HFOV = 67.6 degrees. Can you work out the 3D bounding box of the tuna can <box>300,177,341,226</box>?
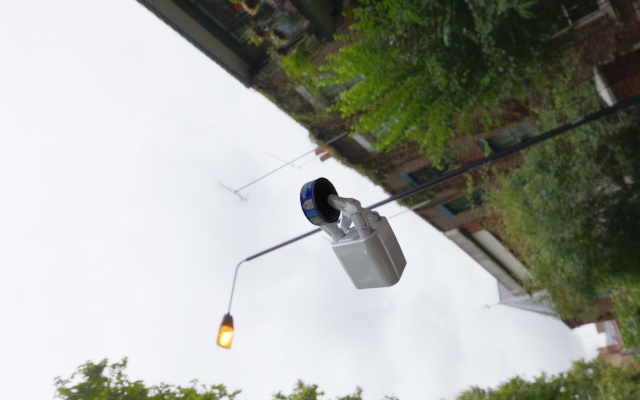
[{"bbox_3d":[0.000,0.003,0.861,0.034,0.086,0.086,-18,-10,32],"label":"tuna can"}]
